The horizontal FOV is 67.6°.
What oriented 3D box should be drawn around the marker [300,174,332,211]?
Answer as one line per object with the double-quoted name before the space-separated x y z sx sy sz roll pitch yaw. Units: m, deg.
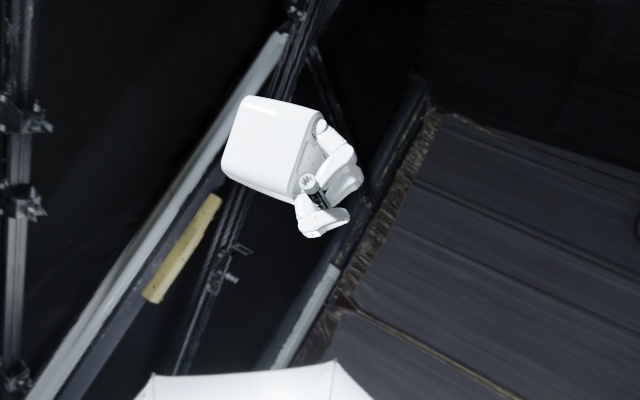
"marker" 0.000 0.002 0.573 0.020 0.020 0.121 0 -22 15
